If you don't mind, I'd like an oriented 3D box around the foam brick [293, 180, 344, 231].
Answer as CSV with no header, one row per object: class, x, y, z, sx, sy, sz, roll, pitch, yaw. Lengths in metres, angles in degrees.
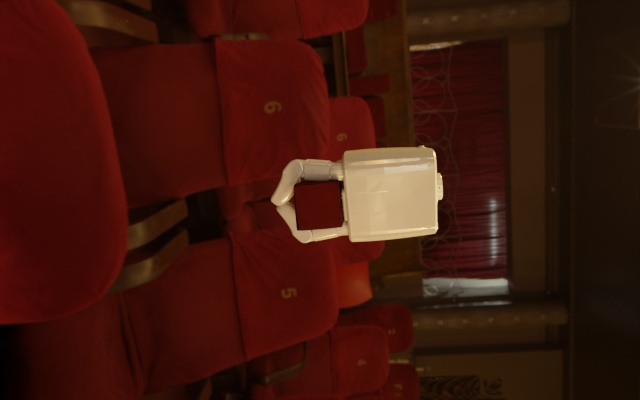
foam brick,0.000,0.002,0.562,0.051,0.053,0.078,-4,8,6
